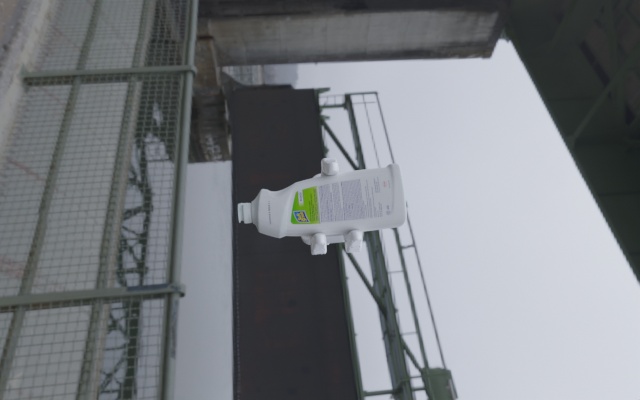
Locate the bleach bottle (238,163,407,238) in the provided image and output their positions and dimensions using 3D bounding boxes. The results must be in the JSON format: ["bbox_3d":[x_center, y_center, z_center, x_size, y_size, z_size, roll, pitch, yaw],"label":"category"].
[{"bbox_3d":[0.000,0.002,0.734,0.251,0.102,0.068,-4,-13,-6],"label":"bleach bottle"}]
